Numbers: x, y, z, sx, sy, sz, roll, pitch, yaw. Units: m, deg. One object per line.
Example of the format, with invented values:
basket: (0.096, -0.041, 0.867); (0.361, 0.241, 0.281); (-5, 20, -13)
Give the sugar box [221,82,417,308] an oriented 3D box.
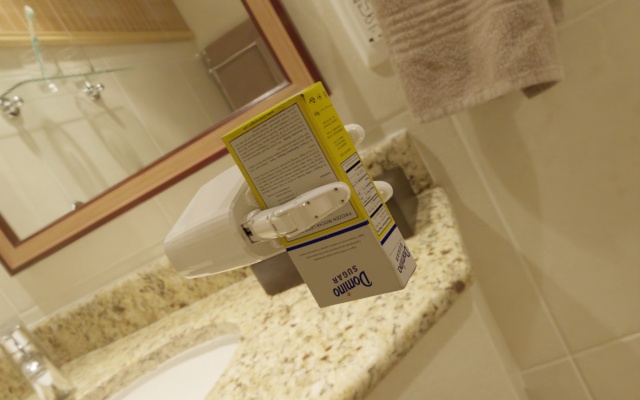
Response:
sugar box: (0.000, 0.001, 0.405); (0.093, 0.176, 0.048); (-21, 15, 36)
